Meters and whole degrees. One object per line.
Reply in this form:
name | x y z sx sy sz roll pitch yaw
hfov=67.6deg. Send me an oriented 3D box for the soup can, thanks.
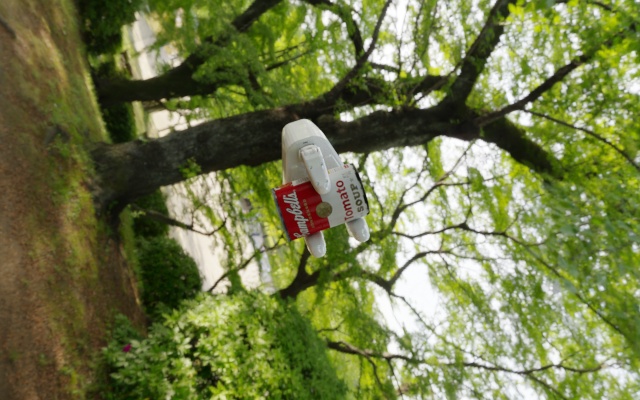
soup can | 0.000 0.002 0.569 0.102 0.068 0.068 -18 1 -2
